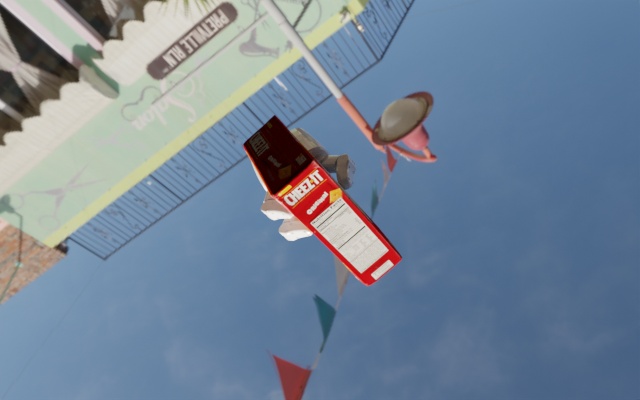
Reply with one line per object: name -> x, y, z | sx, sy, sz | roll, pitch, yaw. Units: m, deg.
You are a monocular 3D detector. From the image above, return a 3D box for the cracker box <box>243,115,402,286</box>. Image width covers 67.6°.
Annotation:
cracker box -> 0.000, 0.002, 0.654 | 0.214, 0.072, 0.164 | 46, 3, -35
